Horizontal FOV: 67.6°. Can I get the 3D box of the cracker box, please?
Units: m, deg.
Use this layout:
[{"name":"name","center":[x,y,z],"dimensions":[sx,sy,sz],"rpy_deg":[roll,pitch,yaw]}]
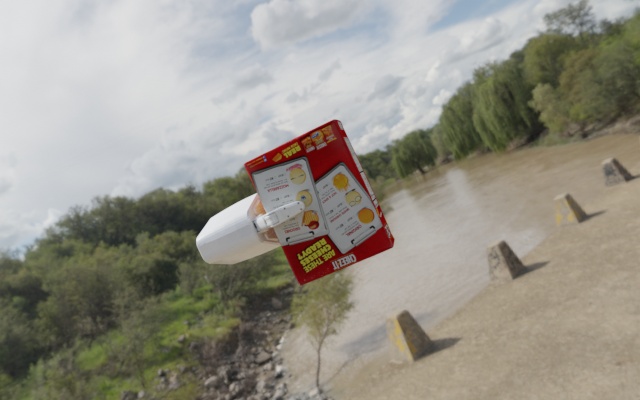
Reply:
[{"name":"cracker box","center":[0.000,0.002,0.758],"dimensions":[0.164,0.213,0.072],"rpy_deg":[-24,2,15]}]
